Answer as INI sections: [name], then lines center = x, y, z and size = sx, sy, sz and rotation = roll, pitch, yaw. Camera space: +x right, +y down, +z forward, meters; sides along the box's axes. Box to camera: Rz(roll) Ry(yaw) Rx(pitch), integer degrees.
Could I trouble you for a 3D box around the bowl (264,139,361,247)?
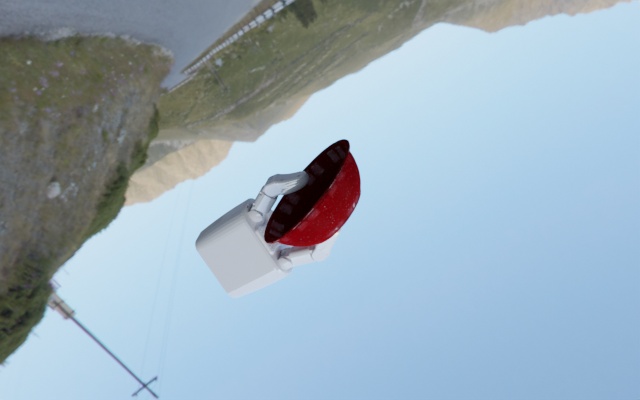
[bowl]
center = 0.001, 0.002, 0.598
size = 0.055, 0.162, 0.162
rotation = 38, -12, -16
